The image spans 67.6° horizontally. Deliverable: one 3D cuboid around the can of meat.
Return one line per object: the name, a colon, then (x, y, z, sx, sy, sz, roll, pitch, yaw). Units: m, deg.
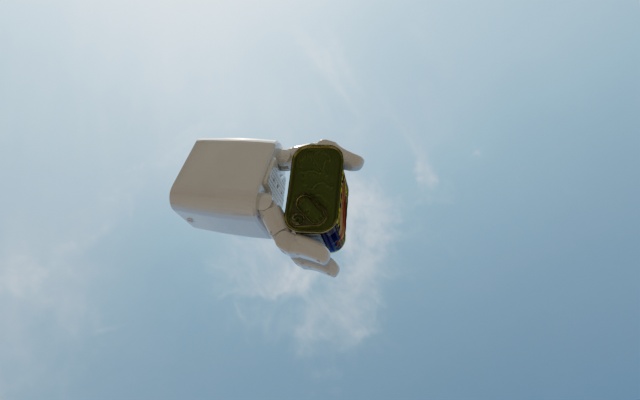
can of meat: (0.000, 0.002, 0.539, 0.057, 0.102, 0.084, 2, -23, 11)
